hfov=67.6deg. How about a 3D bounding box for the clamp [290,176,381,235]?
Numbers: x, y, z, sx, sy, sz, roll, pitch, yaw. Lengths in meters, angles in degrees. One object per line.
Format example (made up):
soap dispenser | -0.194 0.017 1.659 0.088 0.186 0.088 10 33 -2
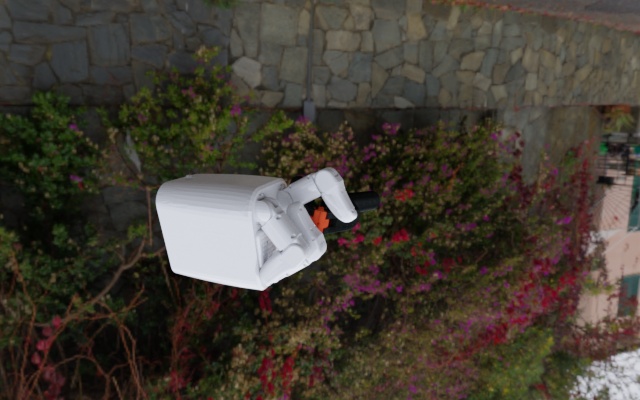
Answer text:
clamp | 0.000 0.003 0.567 0.120 0.039 0.171 8 11 15
